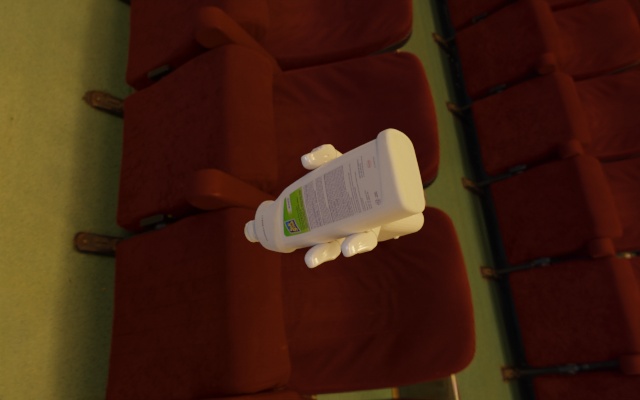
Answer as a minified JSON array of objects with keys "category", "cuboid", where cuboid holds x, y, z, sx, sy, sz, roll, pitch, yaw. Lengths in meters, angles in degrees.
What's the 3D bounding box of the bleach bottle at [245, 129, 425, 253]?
[{"category":"bleach bottle","cuboid":[0.000,0.002,0.600,0.251,0.102,0.068,-19,-18,34]}]
